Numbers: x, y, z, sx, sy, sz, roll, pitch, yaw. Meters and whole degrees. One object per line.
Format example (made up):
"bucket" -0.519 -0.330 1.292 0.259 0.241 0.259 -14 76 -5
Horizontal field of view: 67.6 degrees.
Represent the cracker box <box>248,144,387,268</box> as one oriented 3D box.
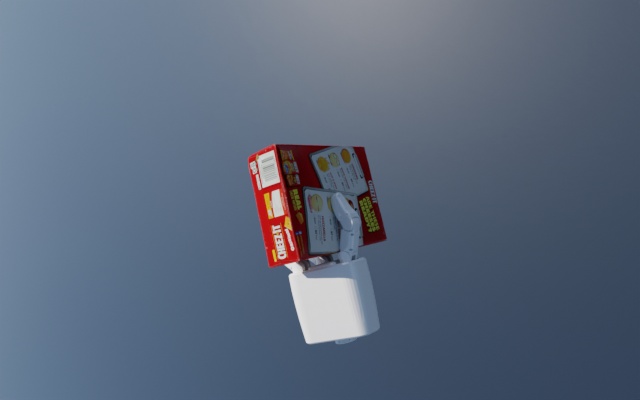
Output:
"cracker box" 0.000 0.002 0.732 0.072 0.164 0.213 -17 -7 40
